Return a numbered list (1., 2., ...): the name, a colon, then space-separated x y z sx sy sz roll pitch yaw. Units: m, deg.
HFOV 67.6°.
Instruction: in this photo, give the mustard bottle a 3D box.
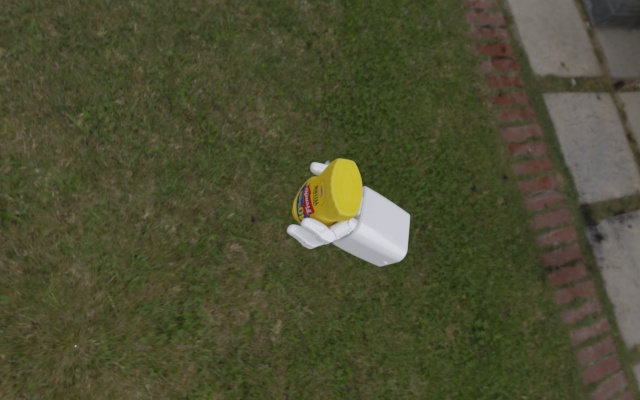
1. mustard bottle: 0.000 0.003 0.819 0.058 0.096 0.192 5 -17 -26
